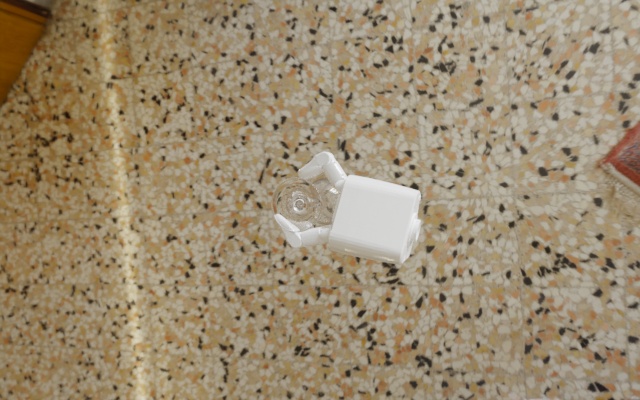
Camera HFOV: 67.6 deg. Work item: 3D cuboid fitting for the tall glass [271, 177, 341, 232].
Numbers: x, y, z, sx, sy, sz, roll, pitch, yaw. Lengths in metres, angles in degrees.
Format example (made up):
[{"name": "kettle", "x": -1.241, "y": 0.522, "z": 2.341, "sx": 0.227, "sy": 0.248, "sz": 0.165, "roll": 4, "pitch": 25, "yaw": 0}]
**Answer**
[{"name": "tall glass", "x": 0.000, "y": 0.002, "z": 0.736, "sx": 0.079, "sy": 0.079, "sz": 0.201, "roll": 0, "pitch": 2, "yaw": 19}]
